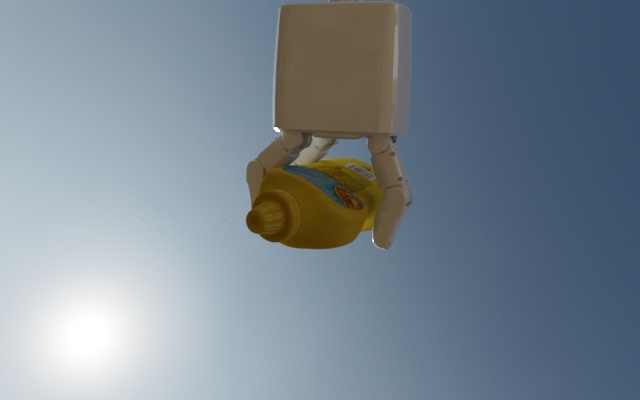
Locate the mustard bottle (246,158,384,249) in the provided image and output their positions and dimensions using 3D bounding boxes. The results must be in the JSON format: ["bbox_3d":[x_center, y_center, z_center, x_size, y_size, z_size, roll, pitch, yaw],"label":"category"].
[{"bbox_3d":[0.000,0.002,0.429,0.096,0.058,0.191,33,23,22],"label":"mustard bottle"}]
